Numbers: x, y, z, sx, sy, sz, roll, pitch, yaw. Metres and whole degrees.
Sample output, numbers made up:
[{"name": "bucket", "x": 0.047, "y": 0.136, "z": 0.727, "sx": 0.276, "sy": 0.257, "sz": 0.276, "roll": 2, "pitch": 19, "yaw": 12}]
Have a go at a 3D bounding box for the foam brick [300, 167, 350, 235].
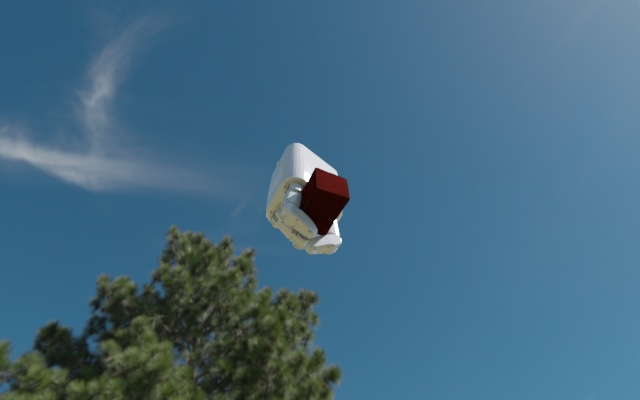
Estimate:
[{"name": "foam brick", "x": 0.000, "y": 0.002, "z": 0.682, "sx": 0.053, "sy": 0.078, "sz": 0.051, "roll": 21, "pitch": 35, "yaw": -16}]
